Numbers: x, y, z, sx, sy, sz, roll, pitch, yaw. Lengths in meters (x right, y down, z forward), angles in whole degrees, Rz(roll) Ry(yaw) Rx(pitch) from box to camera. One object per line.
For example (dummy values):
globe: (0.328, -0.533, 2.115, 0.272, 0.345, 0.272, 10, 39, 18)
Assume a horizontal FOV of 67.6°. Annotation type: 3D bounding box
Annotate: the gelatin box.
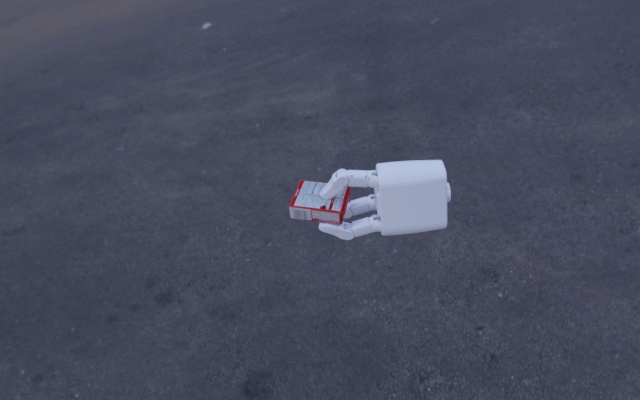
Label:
gelatin box: (0.000, 0.002, 0.793, 0.089, 0.030, 0.073, 7, 40, 11)
